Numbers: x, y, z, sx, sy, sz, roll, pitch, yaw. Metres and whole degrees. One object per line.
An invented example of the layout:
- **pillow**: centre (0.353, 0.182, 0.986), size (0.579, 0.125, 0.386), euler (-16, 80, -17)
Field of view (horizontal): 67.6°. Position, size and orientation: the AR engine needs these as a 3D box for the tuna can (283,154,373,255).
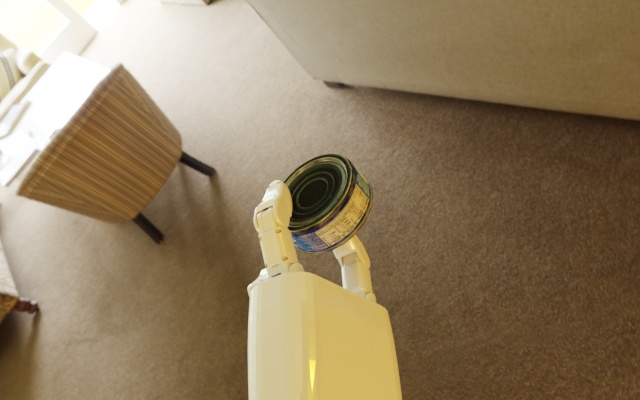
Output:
- **tuna can**: centre (0.000, 0.001, 0.412), size (0.086, 0.086, 0.034), euler (0, -36, 42)
